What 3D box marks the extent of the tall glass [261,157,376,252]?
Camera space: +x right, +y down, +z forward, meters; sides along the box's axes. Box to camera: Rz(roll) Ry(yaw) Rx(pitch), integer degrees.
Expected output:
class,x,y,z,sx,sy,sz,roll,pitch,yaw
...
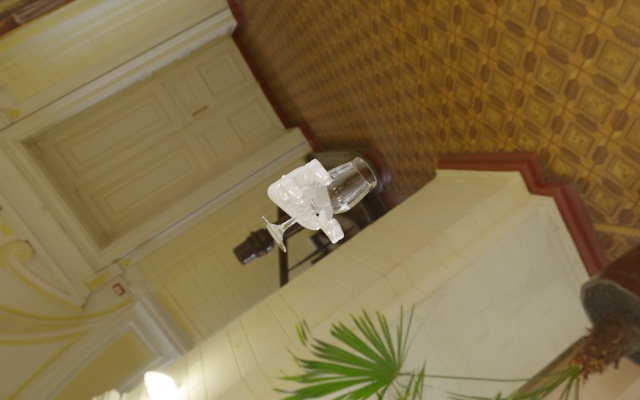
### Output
class,x,y,z,sx,sy,sz,roll,pitch,yaw
tall glass,0.000,0.003,0.831,0.201,0.079,0.079,-34,8,-12
